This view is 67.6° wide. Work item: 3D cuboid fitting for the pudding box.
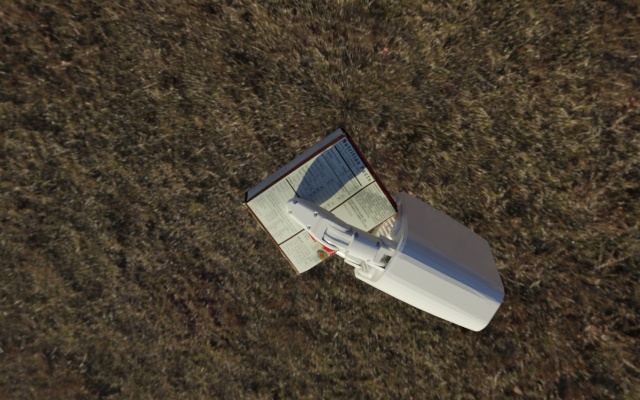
[{"bbox_3d":[0.000,0.002,0.437,0.113,0.090,0.039,-34,15,5],"label":"pudding box"}]
